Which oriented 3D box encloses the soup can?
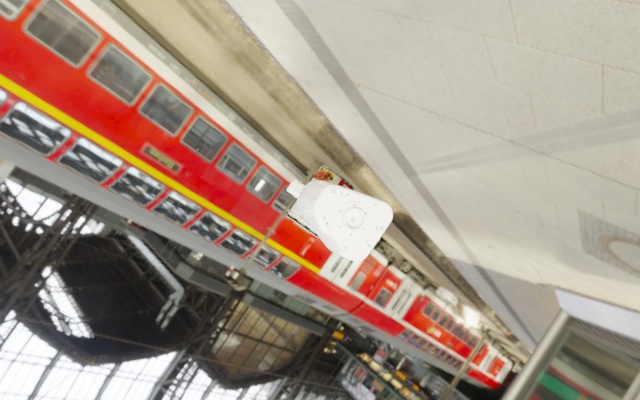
[{"bbox_3d":[0.000,0.003,0.789,0.068,0.102,0.068,35,-5,3],"label":"soup can"}]
